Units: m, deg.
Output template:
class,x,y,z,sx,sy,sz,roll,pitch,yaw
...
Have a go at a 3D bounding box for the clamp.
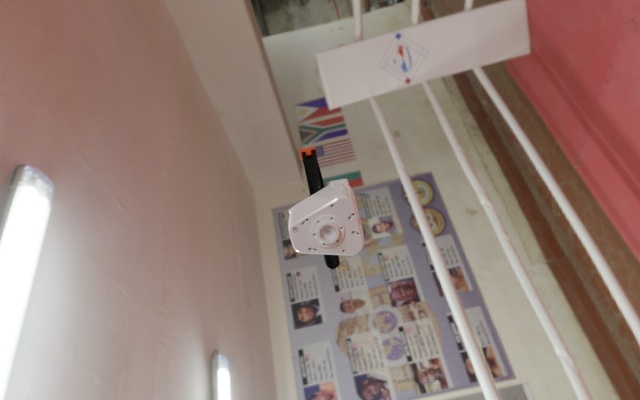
class,x,y,z,sx,sy,sz,roll,pitch,yaw
clamp,-0.001,0.003,0.884,0.036,0.210,0.164,-13,12,3
